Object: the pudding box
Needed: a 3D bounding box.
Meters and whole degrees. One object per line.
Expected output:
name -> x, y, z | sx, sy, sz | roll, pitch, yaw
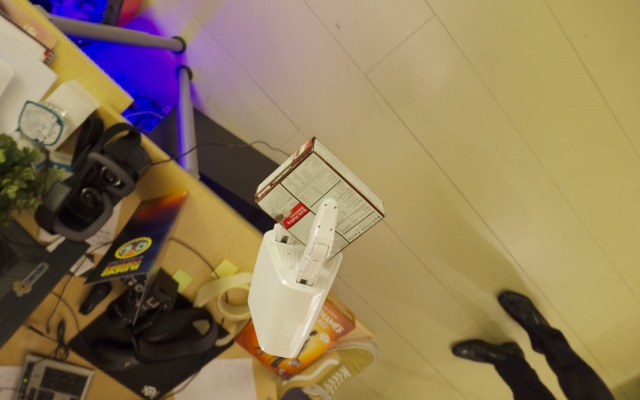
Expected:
pudding box -> 0.000, 0.002, 0.511 | 0.113, 0.090, 0.039 | 41, 21, -22
